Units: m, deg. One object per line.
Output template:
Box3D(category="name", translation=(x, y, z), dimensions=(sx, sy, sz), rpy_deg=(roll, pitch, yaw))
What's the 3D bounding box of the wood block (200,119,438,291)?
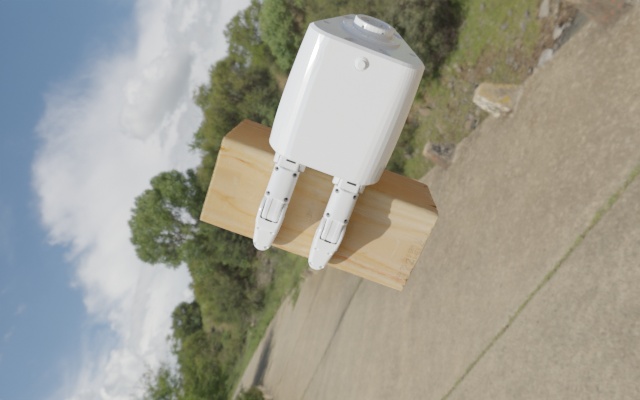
Box3D(category="wood block", translation=(0.000, 0.001, 0.482), dimensions=(0.206, 0.090, 0.090), rpy_deg=(20, 21, -3))
